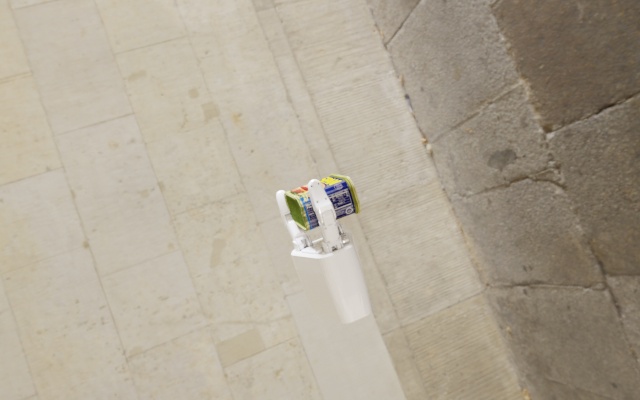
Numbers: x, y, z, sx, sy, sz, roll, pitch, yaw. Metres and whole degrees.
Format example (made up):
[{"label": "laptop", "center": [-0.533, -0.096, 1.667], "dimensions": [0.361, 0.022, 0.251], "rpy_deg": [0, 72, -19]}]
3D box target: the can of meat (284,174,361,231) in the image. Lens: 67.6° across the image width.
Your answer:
[{"label": "can of meat", "center": [0.000, 0.002, 0.706], "dimensions": [0.084, 0.057, 0.102], "rpy_deg": [-20, 12, -13]}]
